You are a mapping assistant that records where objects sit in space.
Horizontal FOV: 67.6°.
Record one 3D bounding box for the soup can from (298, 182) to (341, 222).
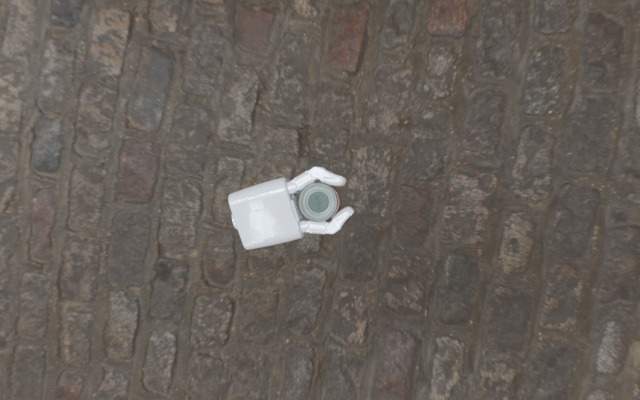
[{"bbox_3d":[0.001,0.003,0.840,0.068,0.068,0.102,0,0,5],"label":"soup can"}]
